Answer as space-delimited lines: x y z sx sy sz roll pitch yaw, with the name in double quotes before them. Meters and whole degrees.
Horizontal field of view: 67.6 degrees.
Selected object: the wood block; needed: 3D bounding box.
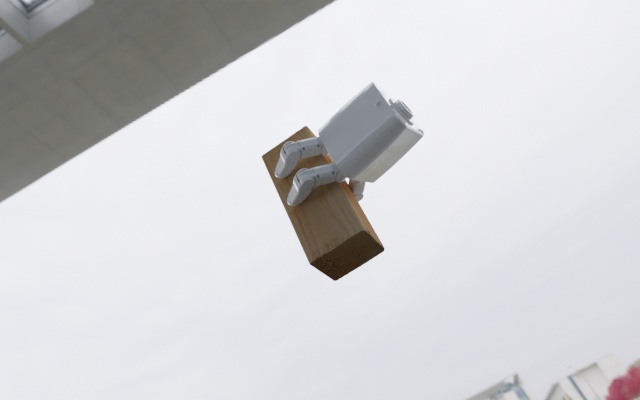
"wood block" 0.001 0.002 0.710 0.090 0.206 0.091 -34 -35 10
